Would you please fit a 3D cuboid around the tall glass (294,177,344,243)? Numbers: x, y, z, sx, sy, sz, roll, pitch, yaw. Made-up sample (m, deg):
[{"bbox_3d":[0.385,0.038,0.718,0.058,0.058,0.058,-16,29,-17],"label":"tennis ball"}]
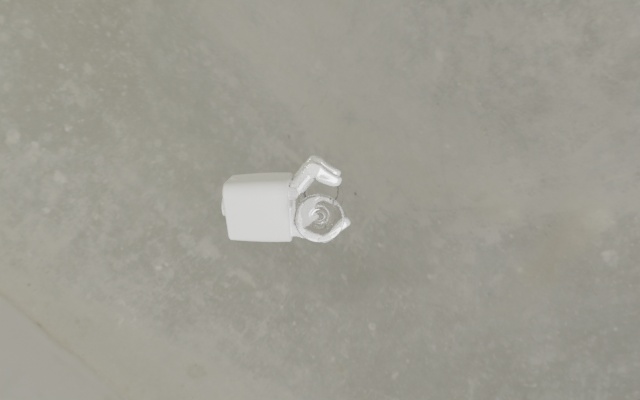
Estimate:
[{"bbox_3d":[0.000,0.003,0.796,0.079,0.079,0.201,0,14,2],"label":"tall glass"}]
